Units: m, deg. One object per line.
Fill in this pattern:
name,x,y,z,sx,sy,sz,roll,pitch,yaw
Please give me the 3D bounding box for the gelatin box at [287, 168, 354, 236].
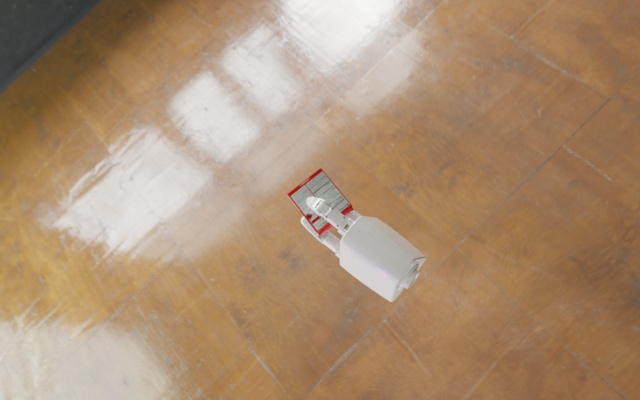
gelatin box,0.000,0.002,0.793,0.073,0.089,0.030,-39,-18,-1
